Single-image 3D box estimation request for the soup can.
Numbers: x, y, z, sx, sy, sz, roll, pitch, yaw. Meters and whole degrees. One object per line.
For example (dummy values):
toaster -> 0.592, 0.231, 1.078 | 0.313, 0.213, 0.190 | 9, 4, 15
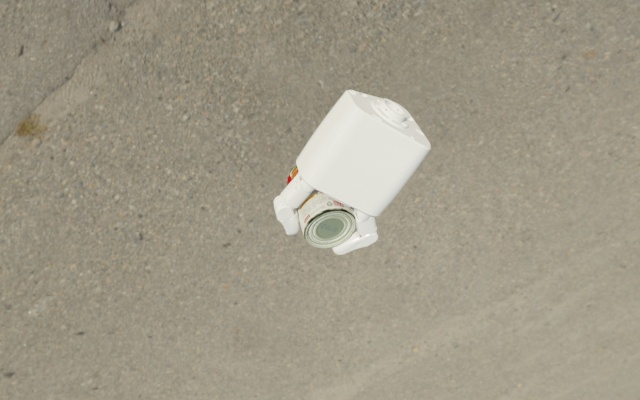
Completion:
soup can -> 0.000, 0.003, 0.610 | 0.068, 0.068, 0.102 | 0, 43, -20
